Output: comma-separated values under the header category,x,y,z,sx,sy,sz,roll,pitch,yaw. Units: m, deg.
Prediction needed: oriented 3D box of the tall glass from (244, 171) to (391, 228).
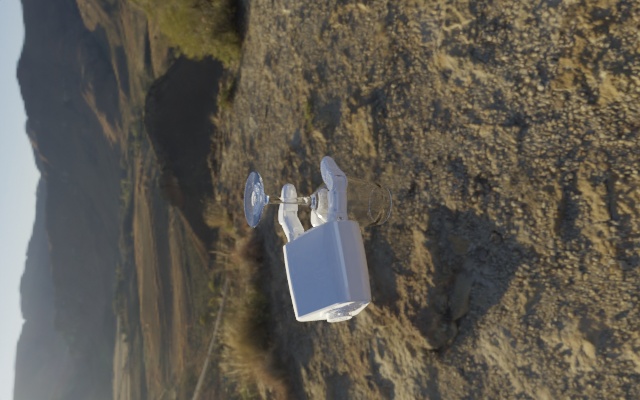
category,x,y,z,sx,sy,sz,roll,pitch,yaw
tall glass,-0.001,0.002,0.671,0.201,0.079,0.079,2,-1,-27
